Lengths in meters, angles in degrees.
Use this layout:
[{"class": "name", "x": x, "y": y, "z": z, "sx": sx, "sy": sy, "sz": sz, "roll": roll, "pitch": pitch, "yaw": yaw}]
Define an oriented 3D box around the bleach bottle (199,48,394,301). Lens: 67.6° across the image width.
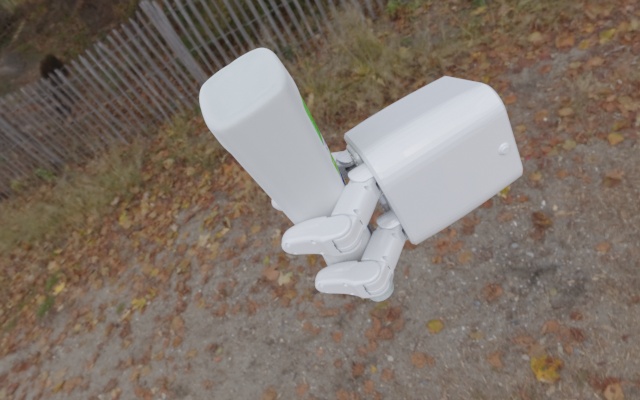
[{"class": "bleach bottle", "x": 0.000, "y": 0.001, "z": 0.407, "sx": 0.068, "sy": 0.251, "sz": 0.102, "roll": -32, "pitch": 37, "yaw": 3}]
